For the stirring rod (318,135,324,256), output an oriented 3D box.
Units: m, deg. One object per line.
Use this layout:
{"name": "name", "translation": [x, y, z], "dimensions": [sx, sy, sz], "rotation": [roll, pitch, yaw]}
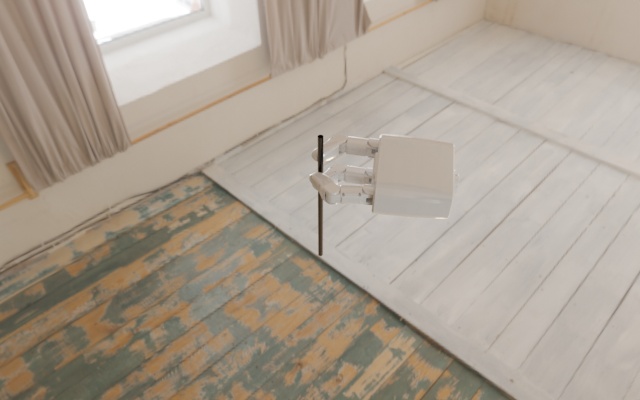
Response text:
{"name": "stirring rod", "translation": [0.000, 0.002, 0.721], "dimensions": [0.011, 0.240, 0.011], "rotation": [0, 43, 0]}
